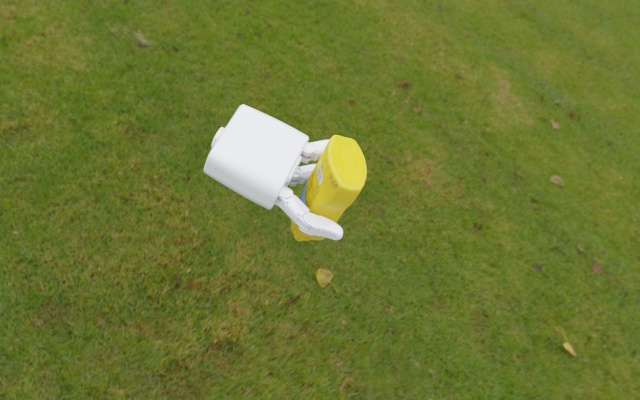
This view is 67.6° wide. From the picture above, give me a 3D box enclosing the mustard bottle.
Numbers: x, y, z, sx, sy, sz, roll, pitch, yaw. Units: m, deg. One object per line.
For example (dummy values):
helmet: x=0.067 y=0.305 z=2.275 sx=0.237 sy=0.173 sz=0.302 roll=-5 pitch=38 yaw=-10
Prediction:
mustard bottle: x=0.001 y=0.002 z=0.691 sx=0.058 sy=0.096 sz=0.192 roll=10 pitch=-40 yaw=-21
